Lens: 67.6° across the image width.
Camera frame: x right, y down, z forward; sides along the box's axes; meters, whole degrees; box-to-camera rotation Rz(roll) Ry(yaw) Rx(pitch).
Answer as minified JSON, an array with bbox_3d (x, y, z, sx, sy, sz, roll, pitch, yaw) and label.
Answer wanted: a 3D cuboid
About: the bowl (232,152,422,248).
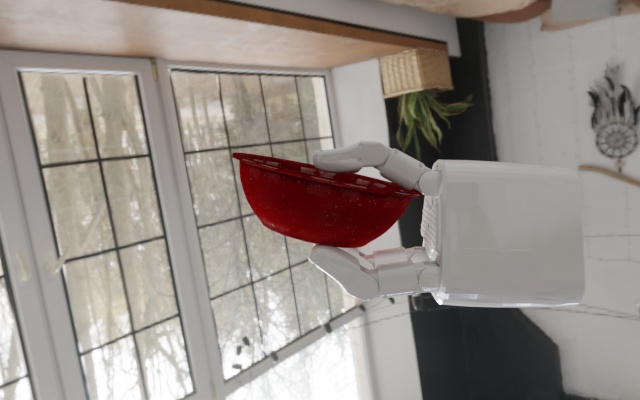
[{"bbox_3d":[-0.001,0.001,0.407,0.162,0.055,0.162,12,7,-1],"label":"bowl"}]
